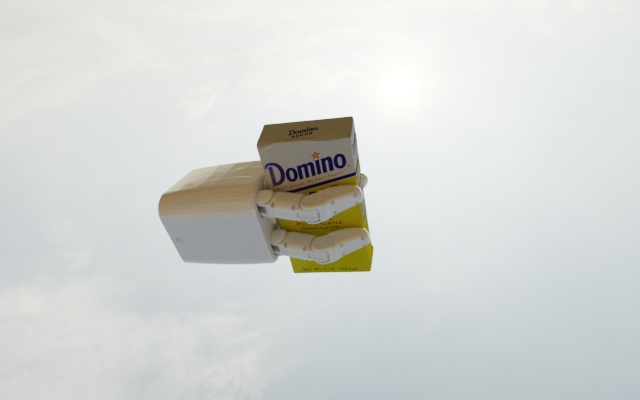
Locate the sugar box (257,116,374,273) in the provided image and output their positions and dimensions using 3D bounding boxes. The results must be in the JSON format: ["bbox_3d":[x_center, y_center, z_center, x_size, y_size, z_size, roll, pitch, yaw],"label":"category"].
[{"bbox_3d":[0.000,0.002,0.502,0.093,0.176,0.048,-4,40,12],"label":"sugar box"}]
